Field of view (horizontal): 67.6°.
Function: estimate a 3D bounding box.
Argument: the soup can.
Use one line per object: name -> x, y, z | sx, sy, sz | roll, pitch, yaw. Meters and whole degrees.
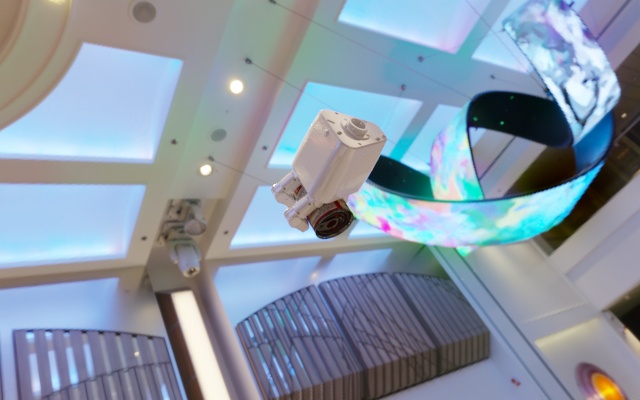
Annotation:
soup can -> 0.000, 0.003, 0.771 | 0.068, 0.102, 0.069 | -21, -35, -16
